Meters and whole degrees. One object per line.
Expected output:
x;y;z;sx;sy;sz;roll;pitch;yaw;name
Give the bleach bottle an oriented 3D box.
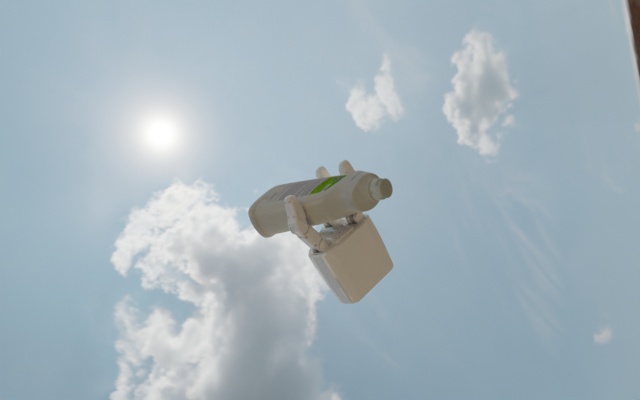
0.000;0.002;0.747;0.251;0.068;0.102;-10;28;45;bleach bottle
